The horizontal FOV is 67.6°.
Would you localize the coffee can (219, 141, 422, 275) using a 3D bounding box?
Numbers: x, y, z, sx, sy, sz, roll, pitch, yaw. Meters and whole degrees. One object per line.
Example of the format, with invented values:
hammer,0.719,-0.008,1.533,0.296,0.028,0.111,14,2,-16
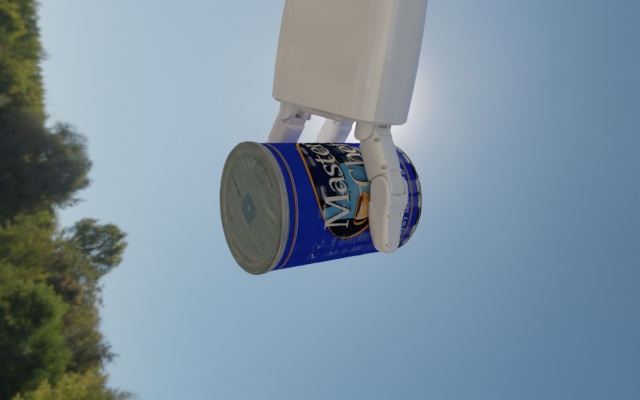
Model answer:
coffee can,0.000,0.002,0.405,0.140,0.103,0.103,-5,3,-36
